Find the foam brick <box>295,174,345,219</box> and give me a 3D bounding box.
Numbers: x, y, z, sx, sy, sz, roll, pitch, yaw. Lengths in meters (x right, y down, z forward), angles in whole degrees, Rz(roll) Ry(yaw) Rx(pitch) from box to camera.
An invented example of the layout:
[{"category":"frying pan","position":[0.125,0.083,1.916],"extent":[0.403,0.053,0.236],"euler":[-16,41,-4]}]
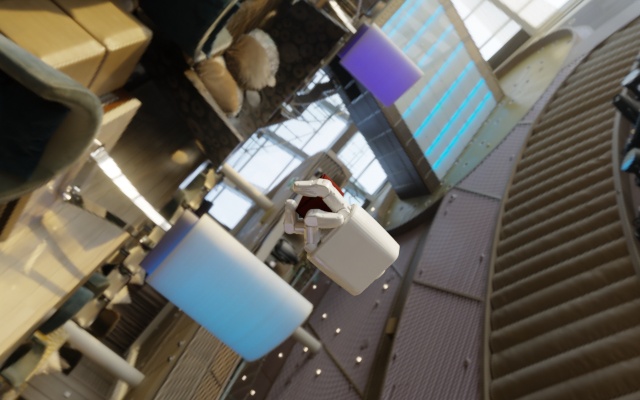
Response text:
[{"category":"foam brick","position":[0.000,0.002,0.802],"extent":[0.053,0.051,0.078],"euler":[-41,13,28]}]
